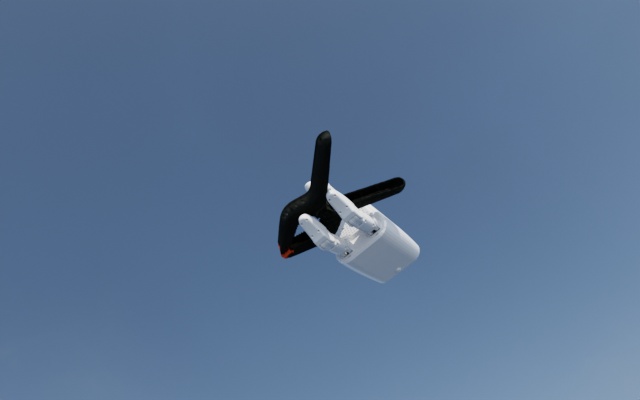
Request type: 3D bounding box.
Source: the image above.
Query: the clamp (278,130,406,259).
[{"bbox_3d":[0.000,0.002,0.692,0.165,0.210,0.036,36,21,-35],"label":"clamp"}]
